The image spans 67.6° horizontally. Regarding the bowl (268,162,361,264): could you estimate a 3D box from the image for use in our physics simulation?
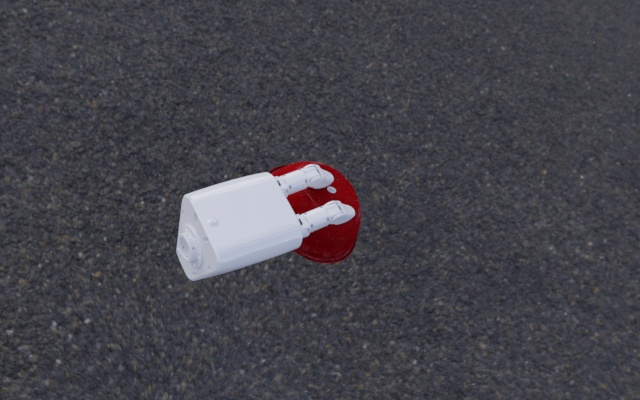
[{"bbox_3d":[0.001,0.001,0.649,0.162,0.162,0.055,0,-34,-42],"label":"bowl"}]
